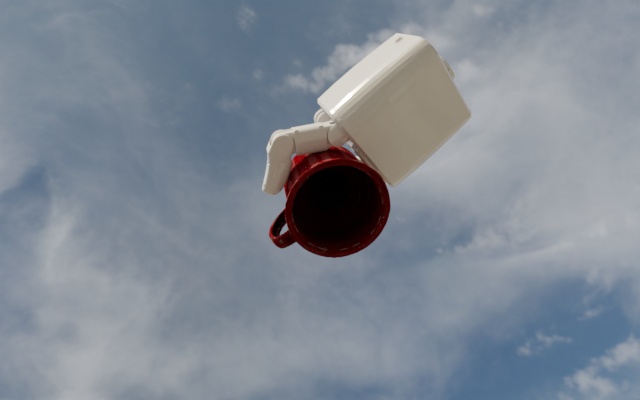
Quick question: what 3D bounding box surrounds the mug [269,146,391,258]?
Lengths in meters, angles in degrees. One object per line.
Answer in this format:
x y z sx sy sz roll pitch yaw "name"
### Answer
-0.001 0.002 0.451 0.117 0.093 0.081 -39 23 7 "mug"
